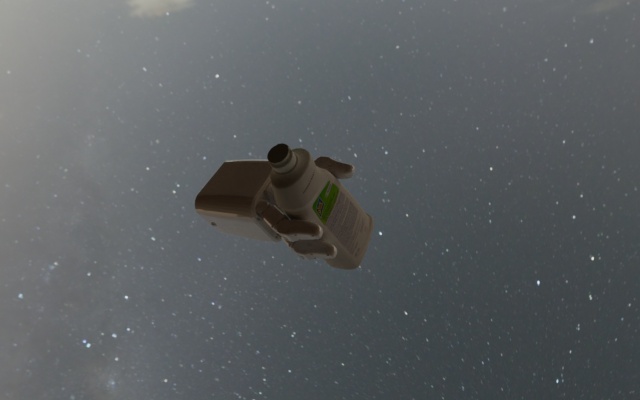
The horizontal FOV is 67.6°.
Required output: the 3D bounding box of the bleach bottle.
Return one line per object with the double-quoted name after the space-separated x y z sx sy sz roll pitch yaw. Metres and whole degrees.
0.000 0.002 0.654 0.068 0.102 0.251 5 -29 28 "bleach bottle"
